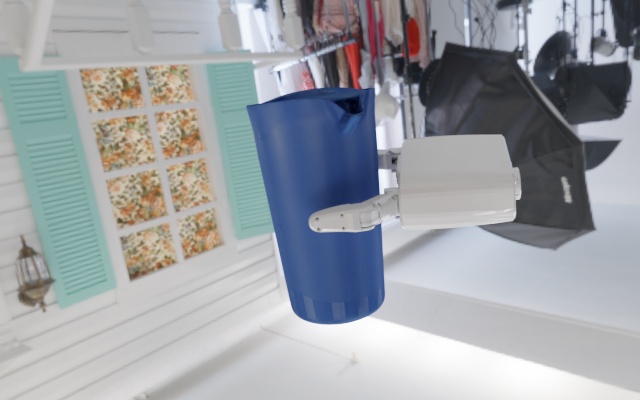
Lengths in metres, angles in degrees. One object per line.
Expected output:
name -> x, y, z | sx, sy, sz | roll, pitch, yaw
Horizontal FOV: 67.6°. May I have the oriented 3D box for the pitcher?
pitcher -> 0.000, 0.002, 0.525 | 0.145, 0.243, 0.149 | -4, 14, 15
